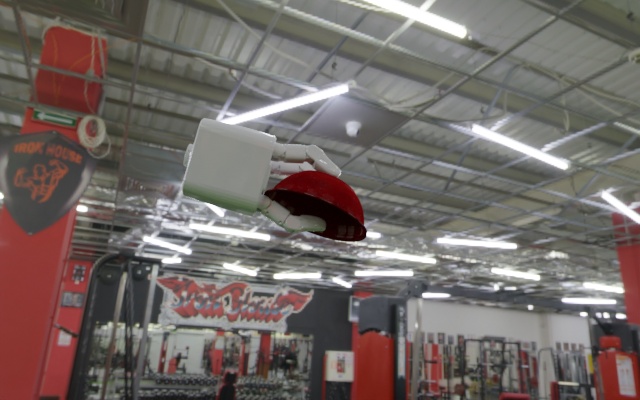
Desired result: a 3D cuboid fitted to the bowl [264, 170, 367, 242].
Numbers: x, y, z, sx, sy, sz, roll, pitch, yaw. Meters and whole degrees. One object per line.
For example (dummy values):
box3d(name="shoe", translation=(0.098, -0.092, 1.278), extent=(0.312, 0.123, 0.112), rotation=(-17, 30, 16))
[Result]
box3d(name="bowl", translation=(0.001, 0.003, 0.702), extent=(0.162, 0.055, 0.162), rotation=(20, -21, 8))
